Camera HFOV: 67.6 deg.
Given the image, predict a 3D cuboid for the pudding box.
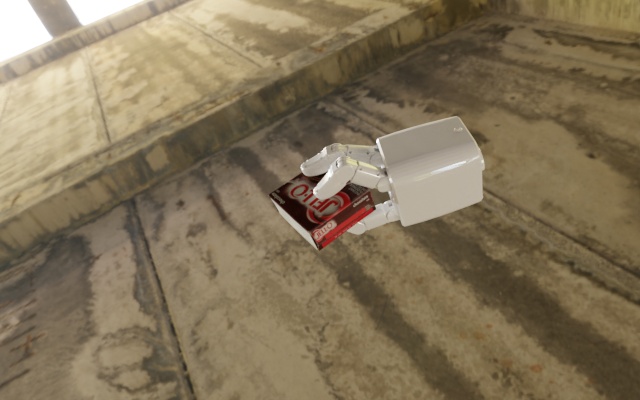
[{"bbox_3d":[0.000,0.002,0.594,0.090,0.039,0.113,-34,36,-15],"label":"pudding box"}]
